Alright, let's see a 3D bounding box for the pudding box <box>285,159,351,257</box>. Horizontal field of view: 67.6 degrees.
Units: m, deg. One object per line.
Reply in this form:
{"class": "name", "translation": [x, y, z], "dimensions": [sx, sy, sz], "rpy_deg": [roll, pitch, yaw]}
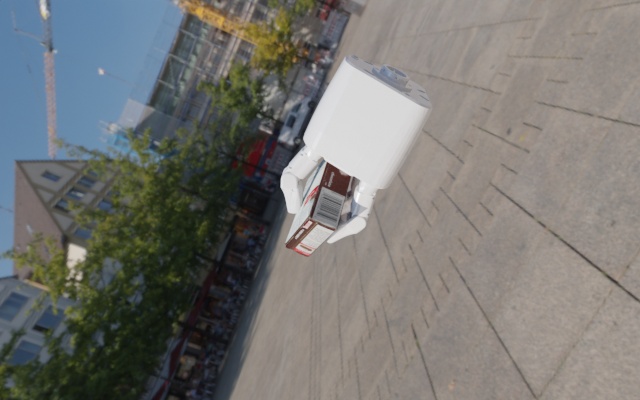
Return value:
{"class": "pudding box", "translation": [0.000, 0.002, 0.594], "dimensions": [0.039, 0.113, 0.090], "rpy_deg": [26, -34, -9]}
